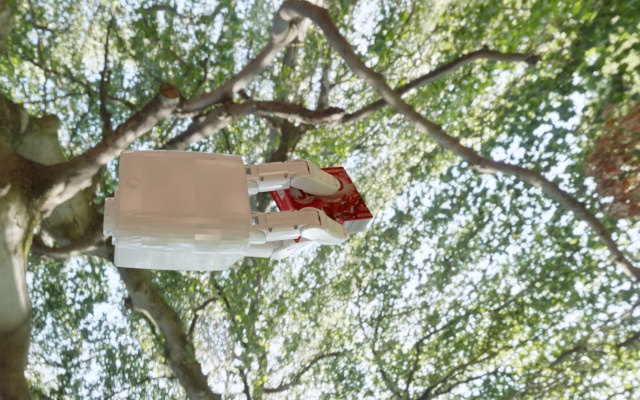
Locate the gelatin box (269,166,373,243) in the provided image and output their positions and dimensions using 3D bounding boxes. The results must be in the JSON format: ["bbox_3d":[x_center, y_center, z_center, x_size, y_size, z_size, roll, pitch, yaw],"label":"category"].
[{"bbox_3d":[0.000,0.002,0.495,0.089,0.073,0.030,-6,-36,-34],"label":"gelatin box"}]
